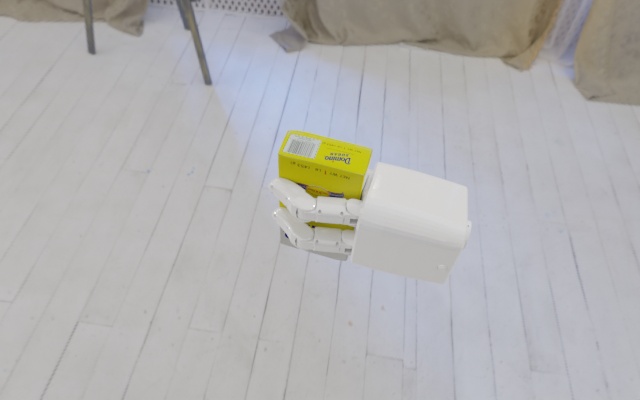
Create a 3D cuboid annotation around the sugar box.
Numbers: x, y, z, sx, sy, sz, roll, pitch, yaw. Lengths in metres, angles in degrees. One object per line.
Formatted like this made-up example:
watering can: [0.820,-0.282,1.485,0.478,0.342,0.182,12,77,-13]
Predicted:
sugar box: [0.000,0.002,0.552,0.093,0.048,0.176,15,-38,8]
